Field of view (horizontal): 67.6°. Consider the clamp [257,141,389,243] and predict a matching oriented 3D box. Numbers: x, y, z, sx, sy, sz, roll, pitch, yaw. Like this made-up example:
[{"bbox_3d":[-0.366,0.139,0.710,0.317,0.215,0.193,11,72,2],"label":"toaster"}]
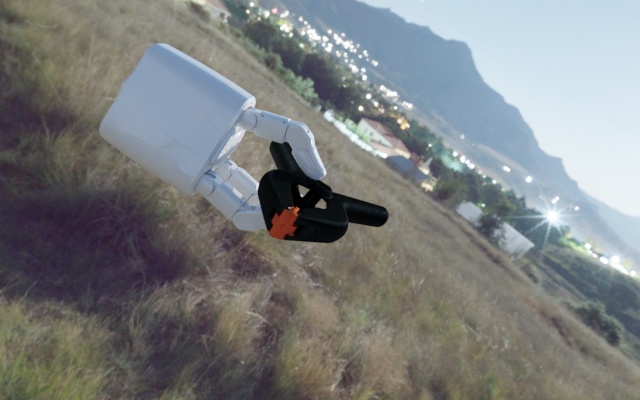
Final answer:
[{"bbox_3d":[0.000,0.001,0.485,0.164,0.036,0.210,32,18,-3],"label":"clamp"}]
